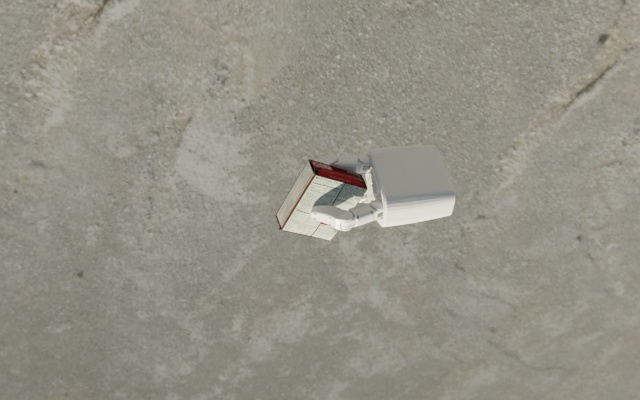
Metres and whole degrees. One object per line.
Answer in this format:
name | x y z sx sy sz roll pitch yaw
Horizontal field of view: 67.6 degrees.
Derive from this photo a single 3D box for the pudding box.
pudding box | 0.000 0.002 0.684 0.090 0.113 0.039 15 33 -28
